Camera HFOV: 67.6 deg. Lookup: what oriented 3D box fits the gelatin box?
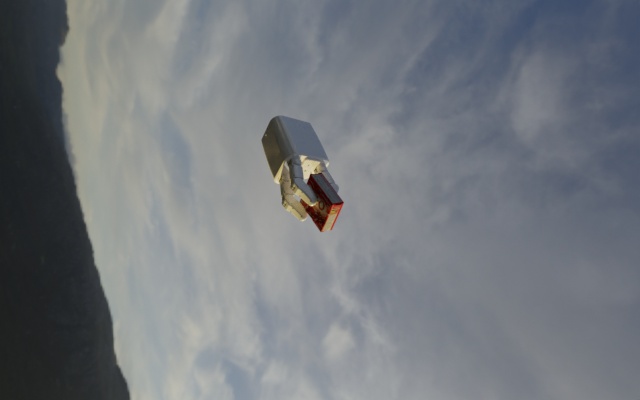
[{"bbox_3d":[0.001,0.003,0.900,0.030,0.073,0.089,-9,48,-34],"label":"gelatin box"}]
